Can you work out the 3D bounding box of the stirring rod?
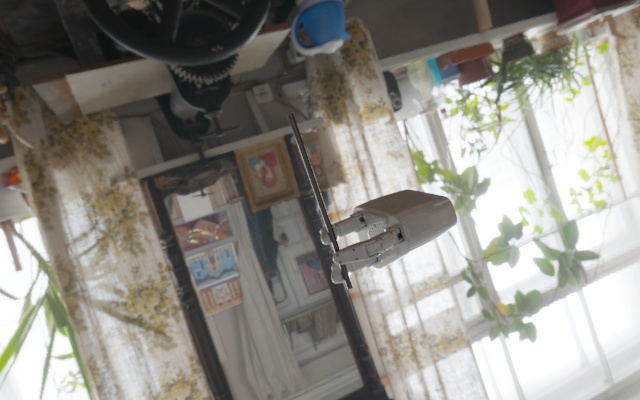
[{"bbox_3d":[0.000,0.002,0.624,0.011,0.239,0.011,-19,3,1],"label":"stirring rod"}]
